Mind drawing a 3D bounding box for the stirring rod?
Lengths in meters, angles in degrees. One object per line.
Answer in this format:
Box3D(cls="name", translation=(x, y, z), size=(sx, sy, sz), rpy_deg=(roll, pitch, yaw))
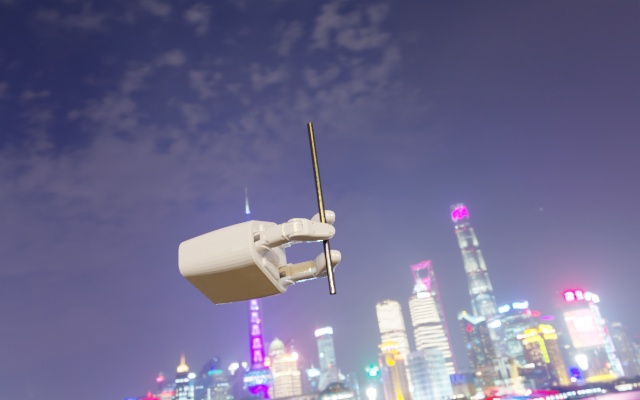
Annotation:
Box3D(cls="stirring rod", translation=(0.000, 0.002, 0.613), size=(0.011, 0.239, 0.011), rpy_deg=(-6, -25, -3))
